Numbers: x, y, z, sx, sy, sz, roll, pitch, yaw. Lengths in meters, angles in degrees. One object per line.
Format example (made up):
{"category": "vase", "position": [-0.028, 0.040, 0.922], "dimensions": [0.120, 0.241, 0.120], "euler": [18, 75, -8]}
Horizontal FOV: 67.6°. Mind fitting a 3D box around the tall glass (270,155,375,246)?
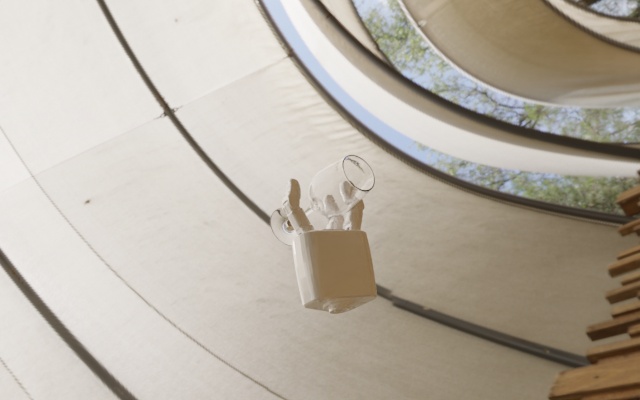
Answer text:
{"category": "tall glass", "position": [0.000, 0.003, 0.773], "dimensions": [0.079, 0.079, 0.201], "euler": [0, -26, -40]}
